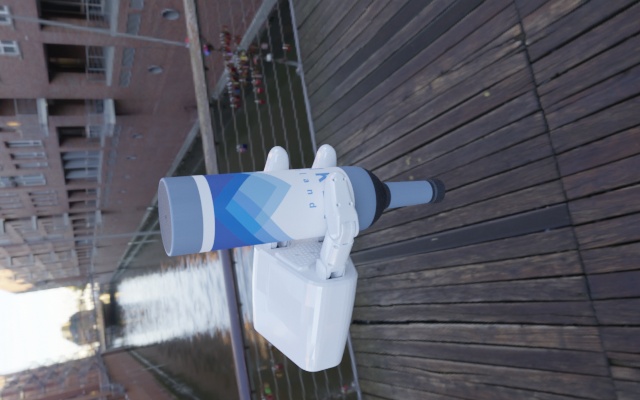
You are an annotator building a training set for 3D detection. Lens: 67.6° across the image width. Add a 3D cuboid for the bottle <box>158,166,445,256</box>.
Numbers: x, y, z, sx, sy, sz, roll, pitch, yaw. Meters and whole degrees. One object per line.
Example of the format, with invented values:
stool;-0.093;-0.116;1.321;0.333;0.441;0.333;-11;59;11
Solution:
bottle;0.000;0.001;0.467;0.296;0.069;0.069;-5;2;-27
